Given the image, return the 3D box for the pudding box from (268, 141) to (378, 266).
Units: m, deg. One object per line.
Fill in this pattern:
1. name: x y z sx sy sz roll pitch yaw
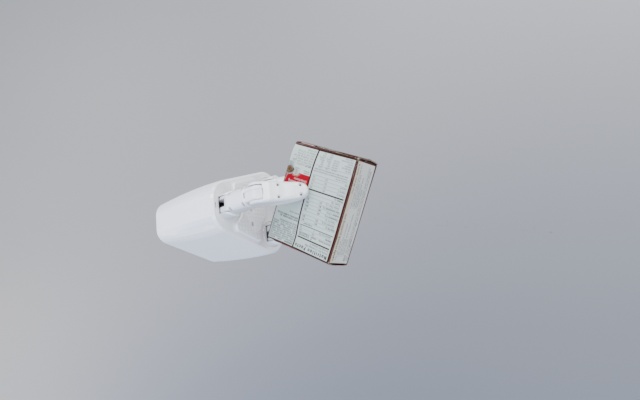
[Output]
1. pudding box: 0.000 0.002 0.501 0.090 0.113 0.039 20 7 37
